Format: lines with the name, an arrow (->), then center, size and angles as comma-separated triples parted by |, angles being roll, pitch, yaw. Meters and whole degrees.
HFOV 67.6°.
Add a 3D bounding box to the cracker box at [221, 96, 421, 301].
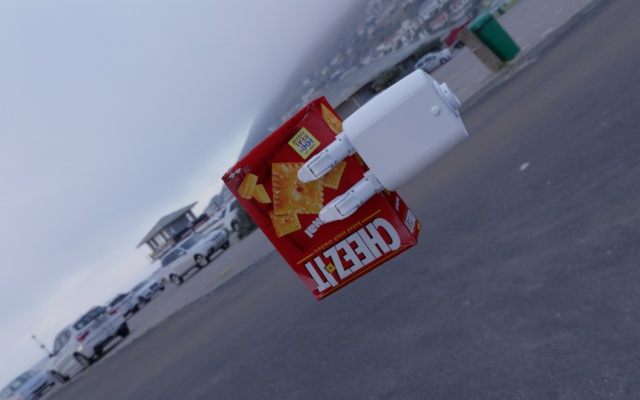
cracker box -> 0.000, 0.002, 0.617 | 0.164, 0.214, 0.072 | -35, 7, 24
